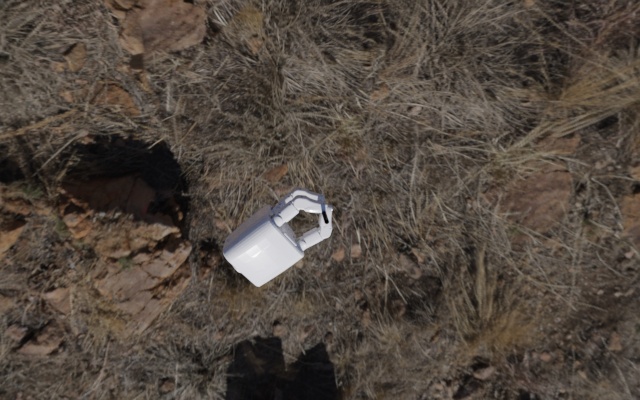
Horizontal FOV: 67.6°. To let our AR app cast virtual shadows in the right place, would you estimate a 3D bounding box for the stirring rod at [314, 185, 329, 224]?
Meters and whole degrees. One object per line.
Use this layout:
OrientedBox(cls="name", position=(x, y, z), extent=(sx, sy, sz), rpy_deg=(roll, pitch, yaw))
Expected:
OrientedBox(cls="stirring rod", position=(0.000, 0.003, 0.899), extent=(0.011, 0.011, 0.239), rpy_deg=(0, 16, -5))
